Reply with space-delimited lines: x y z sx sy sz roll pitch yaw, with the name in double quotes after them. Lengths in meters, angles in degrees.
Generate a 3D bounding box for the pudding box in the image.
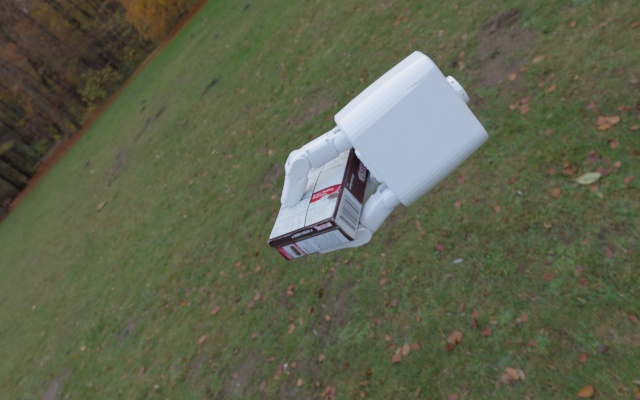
0.000 0.002 0.510 0.090 0.113 0.039 -22 -55 35 "pudding box"
